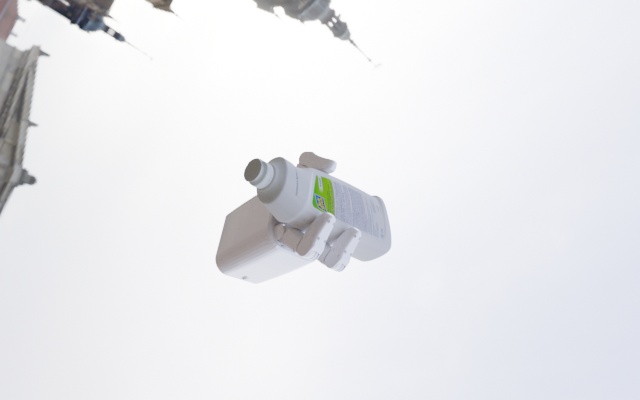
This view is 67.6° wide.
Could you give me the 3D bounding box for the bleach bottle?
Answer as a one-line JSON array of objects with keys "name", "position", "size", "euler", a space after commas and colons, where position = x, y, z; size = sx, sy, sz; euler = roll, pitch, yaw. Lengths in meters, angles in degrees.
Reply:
[{"name": "bleach bottle", "position": [0.000, 0.002, 0.622], "size": [0.068, 0.102, 0.251], "euler": [-27, -36, 28]}]
